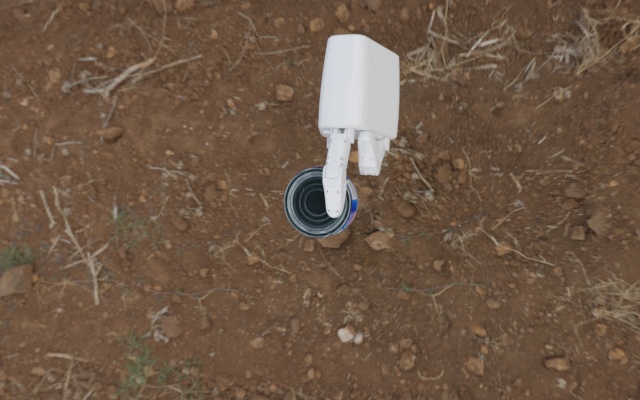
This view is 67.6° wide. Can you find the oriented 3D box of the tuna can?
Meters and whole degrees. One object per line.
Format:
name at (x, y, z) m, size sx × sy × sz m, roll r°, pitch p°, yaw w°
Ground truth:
tuna can at (0.000, 0.002, 0.574) m, size 0.086 × 0.086 × 0.034 m, roll 0°, pitch 3°, yaw 17°
